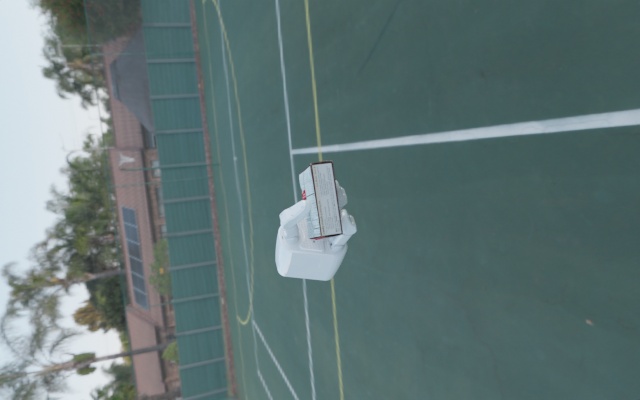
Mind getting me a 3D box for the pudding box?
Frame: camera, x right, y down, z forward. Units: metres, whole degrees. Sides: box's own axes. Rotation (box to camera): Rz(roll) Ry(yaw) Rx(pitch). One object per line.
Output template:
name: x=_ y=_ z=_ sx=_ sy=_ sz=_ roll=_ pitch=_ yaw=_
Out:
pudding box: x=0.000 y=0.002 z=0.733 sx=0.039 sy=0.113 sz=0.090 roll=-9 pitch=-4 yaw=-15
